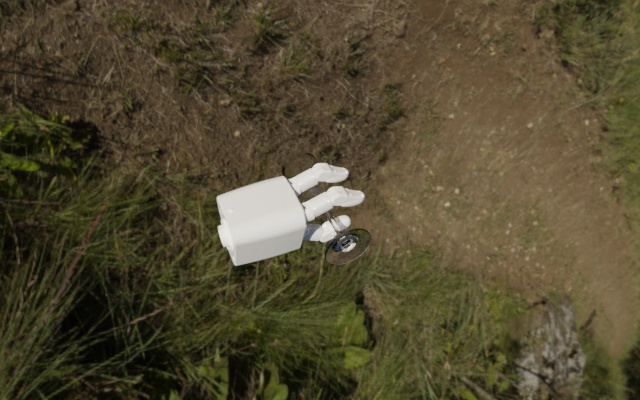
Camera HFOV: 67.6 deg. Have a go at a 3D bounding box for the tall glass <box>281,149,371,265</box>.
[{"bbox_3d":[0.001,0.003,0.753,0.079,0.079,0.201,0,41,-32],"label":"tall glass"}]
